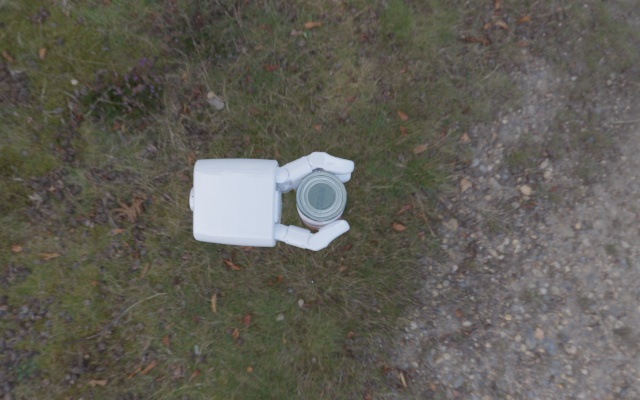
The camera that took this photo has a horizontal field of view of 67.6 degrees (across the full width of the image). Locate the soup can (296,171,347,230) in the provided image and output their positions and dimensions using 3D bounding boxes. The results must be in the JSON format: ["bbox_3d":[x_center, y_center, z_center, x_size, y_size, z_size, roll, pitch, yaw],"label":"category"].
[{"bbox_3d":[0.001,0.002,0.658,0.068,0.068,0.102,0,-10,-1],"label":"soup can"}]
